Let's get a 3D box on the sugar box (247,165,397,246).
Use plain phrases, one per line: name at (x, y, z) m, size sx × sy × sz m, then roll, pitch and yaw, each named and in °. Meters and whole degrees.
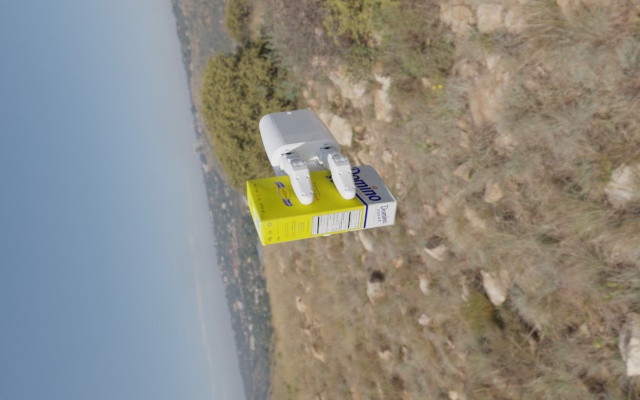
sugar box at (0.000, 0.002, 0.619) m, size 0.176 × 0.048 × 0.093 m, roll -11°, pitch 39°, yaw -14°
